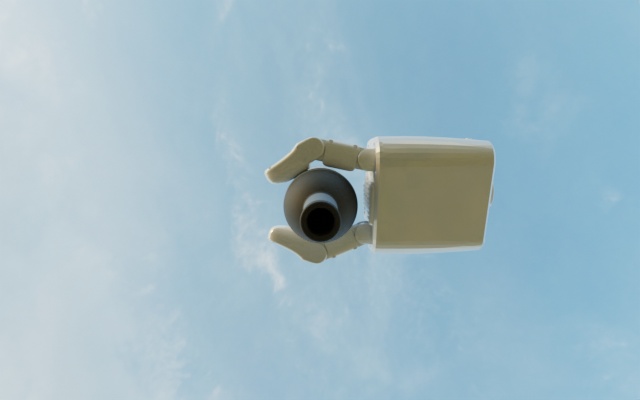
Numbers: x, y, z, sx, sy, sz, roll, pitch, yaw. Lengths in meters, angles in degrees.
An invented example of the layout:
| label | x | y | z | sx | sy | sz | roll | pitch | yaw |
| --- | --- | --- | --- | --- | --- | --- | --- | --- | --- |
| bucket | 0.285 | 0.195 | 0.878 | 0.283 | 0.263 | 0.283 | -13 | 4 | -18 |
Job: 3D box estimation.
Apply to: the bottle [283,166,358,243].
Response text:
| label | x | y | z | sx | sy | sz | roll | pitch | yaw |
| --- | --- | --- | --- | --- | --- | --- | --- | --- | --- |
| bottle | 0.000 | 0.002 | 0.460 | 0.069 | 0.069 | 0.295 | 0 | 5 | 0 |
